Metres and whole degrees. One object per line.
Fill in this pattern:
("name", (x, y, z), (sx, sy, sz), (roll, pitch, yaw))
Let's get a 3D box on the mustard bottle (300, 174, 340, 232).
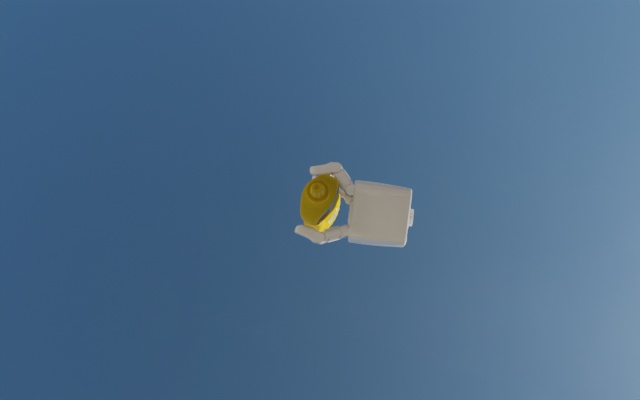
("mustard bottle", (0.000, 0.003, 0.888), (0.058, 0.096, 0.192), (30, -11, 10))
